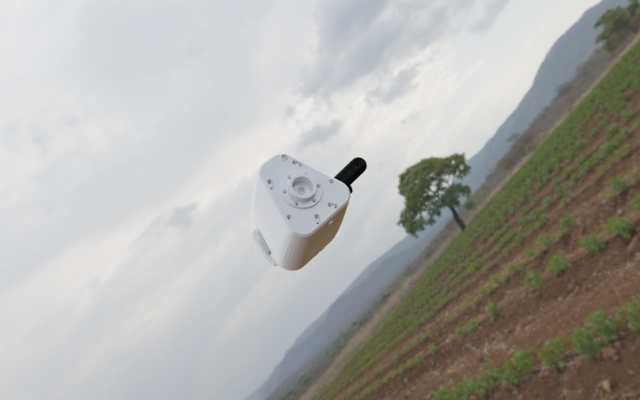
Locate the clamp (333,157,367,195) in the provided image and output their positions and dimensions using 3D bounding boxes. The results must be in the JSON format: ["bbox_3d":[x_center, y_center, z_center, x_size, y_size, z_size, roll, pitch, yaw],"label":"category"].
[{"bbox_3d":[0.000,0.002,0.696,0.171,0.039,0.120,-40,-14,-26],"label":"clamp"}]
